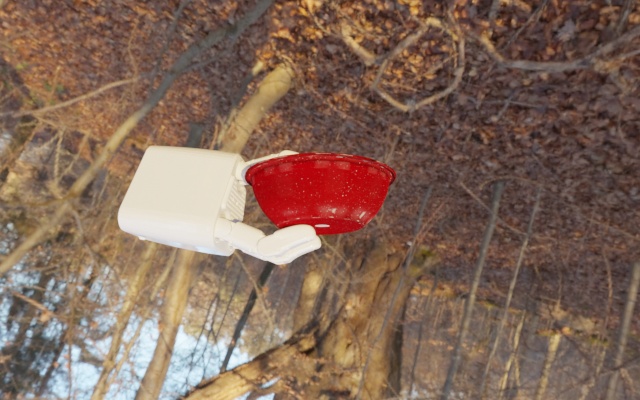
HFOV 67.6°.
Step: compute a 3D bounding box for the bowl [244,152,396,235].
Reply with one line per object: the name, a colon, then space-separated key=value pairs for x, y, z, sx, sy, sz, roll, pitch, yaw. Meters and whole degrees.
bowl: x=0.001 y=0.002 z=0.505 sx=0.162 sy=0.055 sz=0.162 roll=-1 pitch=-15 yaw=0
